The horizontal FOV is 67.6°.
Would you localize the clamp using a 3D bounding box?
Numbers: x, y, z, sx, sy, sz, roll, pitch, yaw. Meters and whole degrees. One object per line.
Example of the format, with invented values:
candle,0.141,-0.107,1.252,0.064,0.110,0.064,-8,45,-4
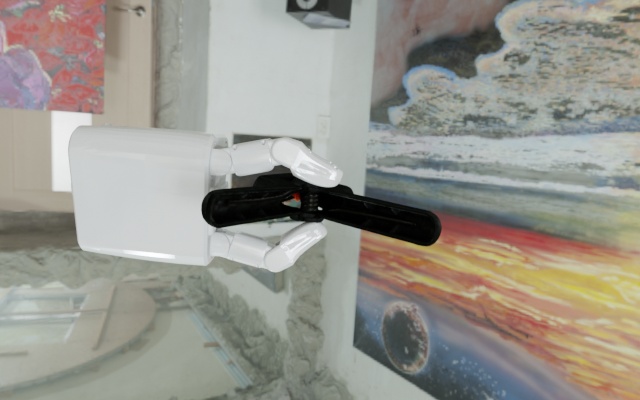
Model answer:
clamp,0.000,0.002,0.408,0.164,0.036,0.210,8,7,-3
